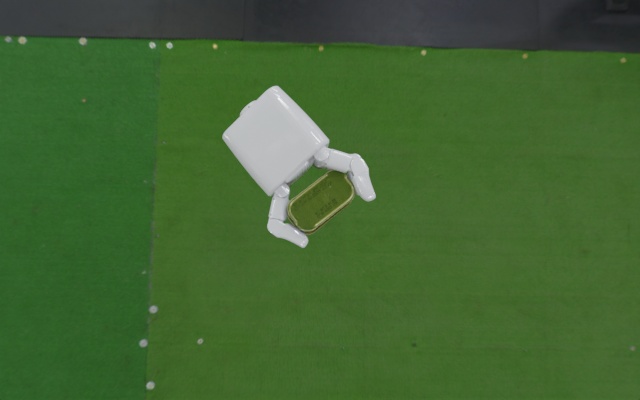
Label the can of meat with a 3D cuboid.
[{"bbox_3d":[0.000,0.002,0.680,0.102,0.057,0.084,-38,-2,-4],"label":"can of meat"}]
